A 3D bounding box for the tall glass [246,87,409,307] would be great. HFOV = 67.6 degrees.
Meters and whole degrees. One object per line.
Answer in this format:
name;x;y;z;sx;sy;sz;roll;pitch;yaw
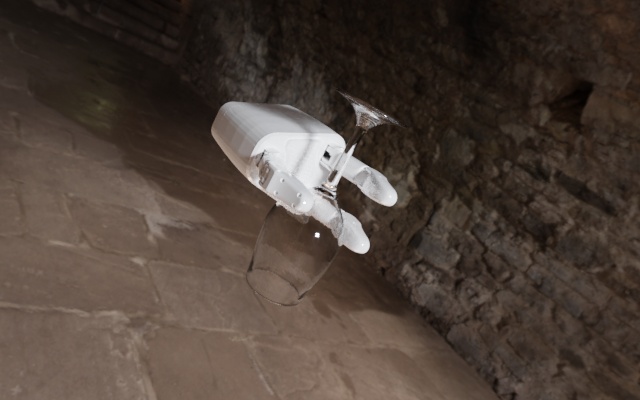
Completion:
tall glass;0.000;0.001;0.449;0.079;0.201;0.079;27;14;-7
